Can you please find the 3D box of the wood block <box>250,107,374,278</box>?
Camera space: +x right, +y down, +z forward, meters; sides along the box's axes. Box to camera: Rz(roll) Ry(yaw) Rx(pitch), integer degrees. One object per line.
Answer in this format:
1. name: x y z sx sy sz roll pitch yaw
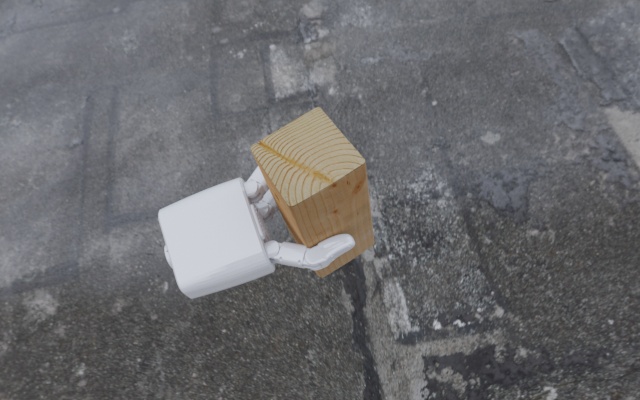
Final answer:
1. wood block: 0.000 0.002 0.570 0.090 0.090 0.206 -32 -28 -8
